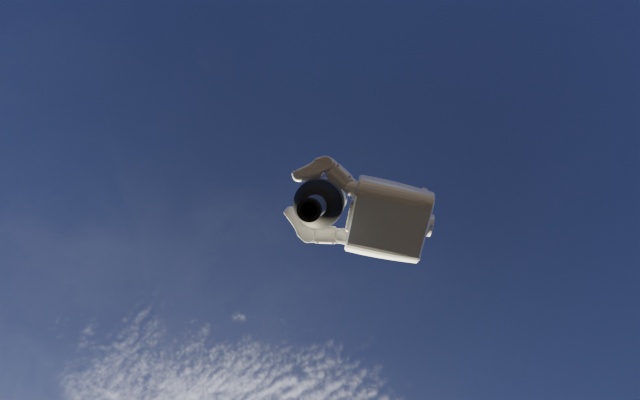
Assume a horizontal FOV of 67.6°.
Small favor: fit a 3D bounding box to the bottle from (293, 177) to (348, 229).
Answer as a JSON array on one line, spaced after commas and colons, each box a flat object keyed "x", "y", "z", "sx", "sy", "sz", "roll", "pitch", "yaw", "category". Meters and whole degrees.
[{"x": 0.000, "y": 0.002, "z": 0.667, "sx": 0.069, "sy": 0.069, "sz": 0.295, "roll": 0, "pitch": 3, "yaw": 5, "category": "bottle"}]
